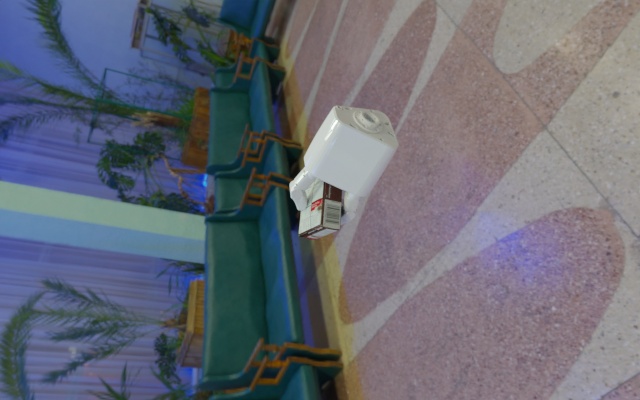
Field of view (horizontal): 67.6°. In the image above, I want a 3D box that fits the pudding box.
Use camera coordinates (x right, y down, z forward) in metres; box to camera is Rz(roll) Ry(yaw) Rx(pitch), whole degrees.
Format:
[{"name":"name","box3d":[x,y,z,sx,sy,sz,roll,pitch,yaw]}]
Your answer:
[{"name":"pudding box","box3d":[0.000,0.003,0.811,0.039,0.113,0.090,14,-20,-23]}]
